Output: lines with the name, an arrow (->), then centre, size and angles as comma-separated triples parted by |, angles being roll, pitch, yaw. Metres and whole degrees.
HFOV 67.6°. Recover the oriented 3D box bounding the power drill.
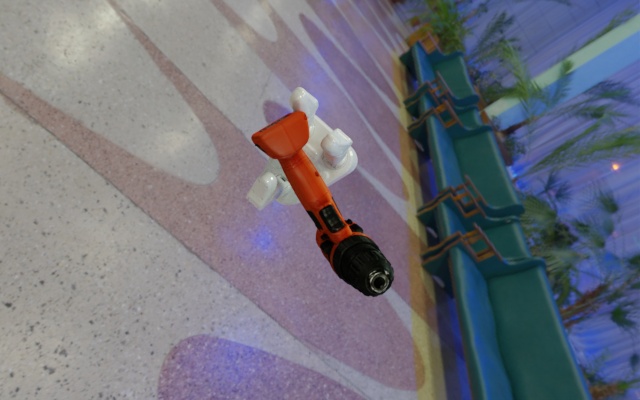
power drill -> 0.000, 0.001, 0.497 | 0.057, 0.188, 0.184 | -30, 15, -8
